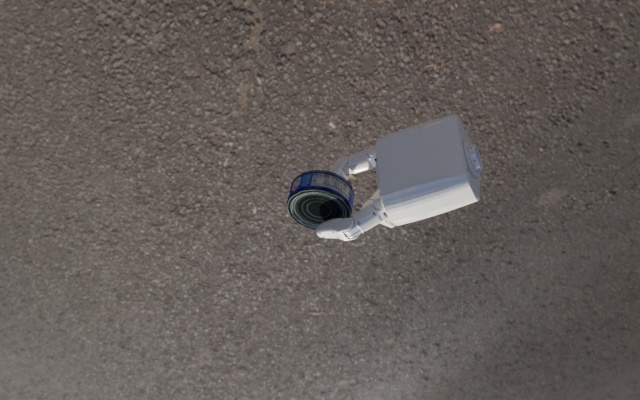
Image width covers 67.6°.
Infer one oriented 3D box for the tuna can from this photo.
[{"bbox_3d":[0.000,0.002,0.620,0.086,0.033,0.086,7,-40,6],"label":"tuna can"}]
